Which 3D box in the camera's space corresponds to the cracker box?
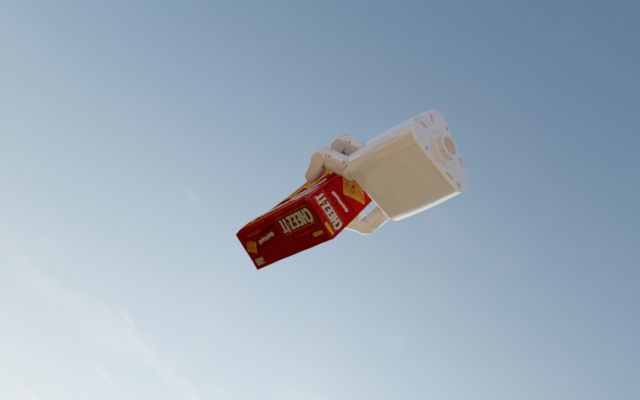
[{"bbox_3d":[0.000,0.002,0.711,0.164,0.072,0.213,-27,8,42],"label":"cracker box"}]
